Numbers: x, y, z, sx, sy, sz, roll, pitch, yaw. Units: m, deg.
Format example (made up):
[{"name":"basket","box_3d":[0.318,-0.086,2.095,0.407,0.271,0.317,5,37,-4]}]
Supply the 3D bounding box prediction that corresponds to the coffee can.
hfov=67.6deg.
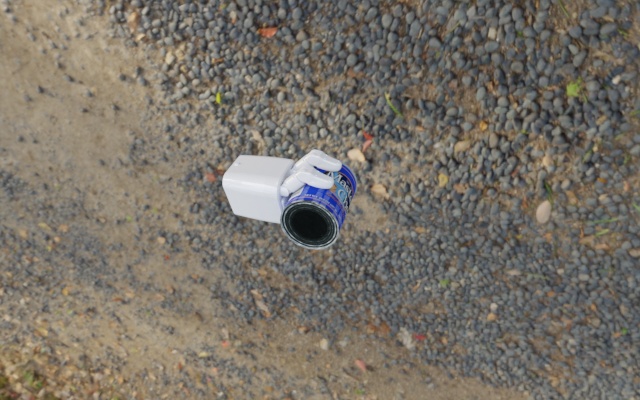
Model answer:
[{"name":"coffee can","box_3d":[0.000,0.003,0.840,0.103,0.103,0.140,0,34,19]}]
